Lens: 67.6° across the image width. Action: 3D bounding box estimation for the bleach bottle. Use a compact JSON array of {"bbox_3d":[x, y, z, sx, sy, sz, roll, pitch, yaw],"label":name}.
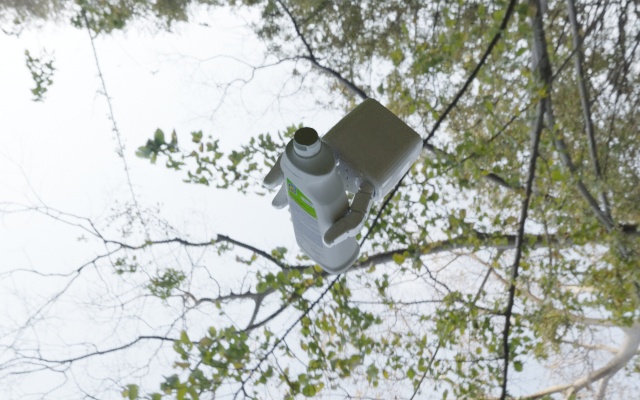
[{"bbox_3d":[0.000,0.002,0.634,0.102,0.068,0.251,35,-24,25],"label":"bleach bottle"}]
